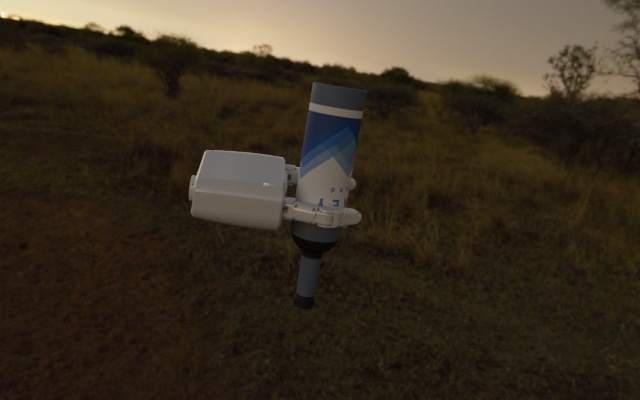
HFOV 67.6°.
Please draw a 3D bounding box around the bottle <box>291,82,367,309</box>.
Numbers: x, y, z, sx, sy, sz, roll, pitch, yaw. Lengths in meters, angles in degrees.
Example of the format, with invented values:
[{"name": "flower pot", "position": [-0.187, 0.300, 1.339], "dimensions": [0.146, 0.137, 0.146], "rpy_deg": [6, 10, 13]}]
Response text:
[{"name": "bottle", "position": [0.000, 0.002, 0.617], "dimensions": [0.069, 0.296, 0.069], "rpy_deg": [9, 14, -2]}]
